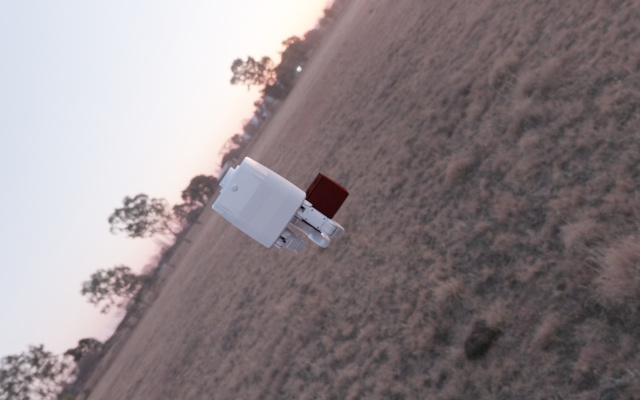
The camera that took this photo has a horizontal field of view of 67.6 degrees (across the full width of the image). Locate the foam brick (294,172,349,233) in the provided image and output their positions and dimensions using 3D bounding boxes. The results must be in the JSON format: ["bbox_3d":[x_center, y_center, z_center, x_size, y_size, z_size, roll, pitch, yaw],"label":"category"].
[{"bbox_3d":[0.000,0.002,0.747,0.051,0.078,0.053,35,4,-10],"label":"foam brick"}]
